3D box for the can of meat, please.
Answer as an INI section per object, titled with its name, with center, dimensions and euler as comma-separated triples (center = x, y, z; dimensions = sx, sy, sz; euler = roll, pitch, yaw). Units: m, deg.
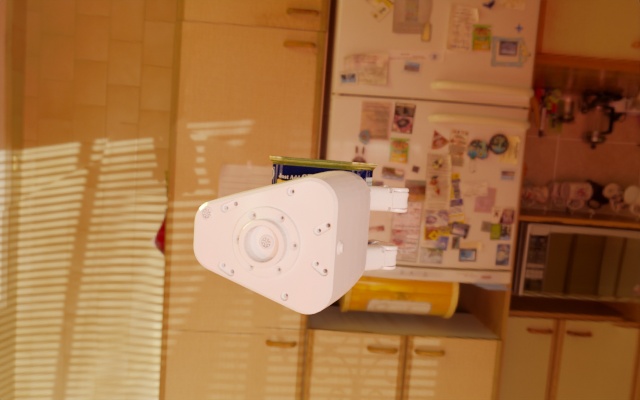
[can of meat]
center = 0.000, 0.002, 0.467
dimensions = 0.102, 0.084, 0.057
euler = 5, 5, 13
